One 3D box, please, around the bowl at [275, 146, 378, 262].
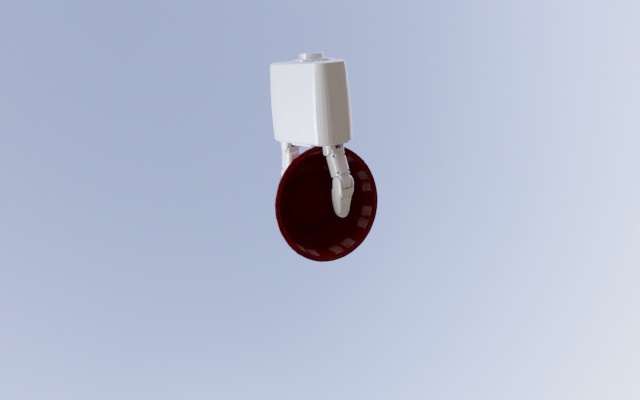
[{"bbox_3d":[0.000,0.004,0.674,0.162,0.162,0.055,0,5,-29],"label":"bowl"}]
